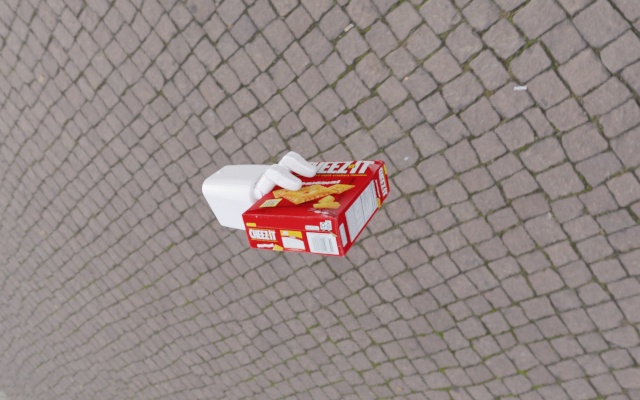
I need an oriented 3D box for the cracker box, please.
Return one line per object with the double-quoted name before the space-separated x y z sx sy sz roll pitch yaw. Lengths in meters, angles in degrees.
"cracker box" 0.000 0.003 0.779 0.164 0.072 0.213 2 28 27
